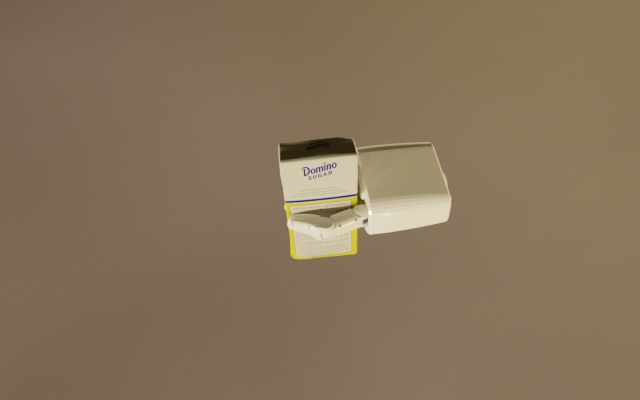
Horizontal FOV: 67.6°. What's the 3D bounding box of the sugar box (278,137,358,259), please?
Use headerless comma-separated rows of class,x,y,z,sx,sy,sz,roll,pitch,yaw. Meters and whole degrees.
sugar box,0.000,0.002,0.618,0.093,0.176,0.048,-5,41,-3
